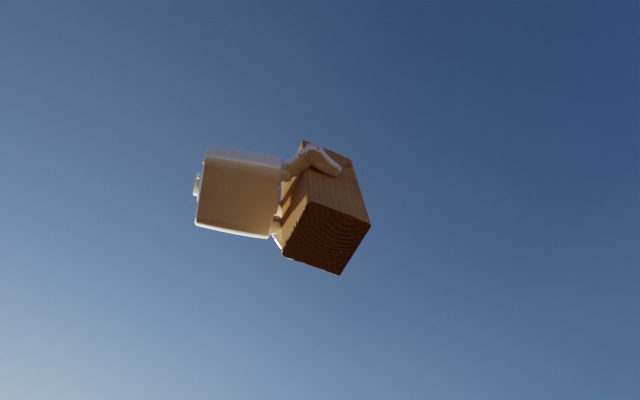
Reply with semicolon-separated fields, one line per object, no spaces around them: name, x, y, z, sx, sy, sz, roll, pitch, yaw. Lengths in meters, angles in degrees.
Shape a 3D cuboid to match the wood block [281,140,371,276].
wood block;0.000;0.002;0.697;0.090;0.091;0.206;22;25;-15
